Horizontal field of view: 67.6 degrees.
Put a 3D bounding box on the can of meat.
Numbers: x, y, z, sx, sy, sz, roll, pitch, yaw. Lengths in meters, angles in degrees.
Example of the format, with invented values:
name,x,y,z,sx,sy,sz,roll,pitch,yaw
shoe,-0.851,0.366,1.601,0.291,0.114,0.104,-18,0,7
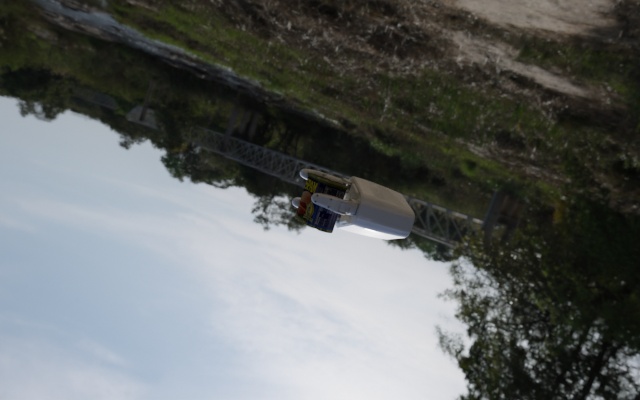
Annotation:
name,x,y,z,sx,sy,sz,roll,pitch,yaw
can of meat,0.000,0.003,0.823,0.057,0.084,0.102,16,5,-18
